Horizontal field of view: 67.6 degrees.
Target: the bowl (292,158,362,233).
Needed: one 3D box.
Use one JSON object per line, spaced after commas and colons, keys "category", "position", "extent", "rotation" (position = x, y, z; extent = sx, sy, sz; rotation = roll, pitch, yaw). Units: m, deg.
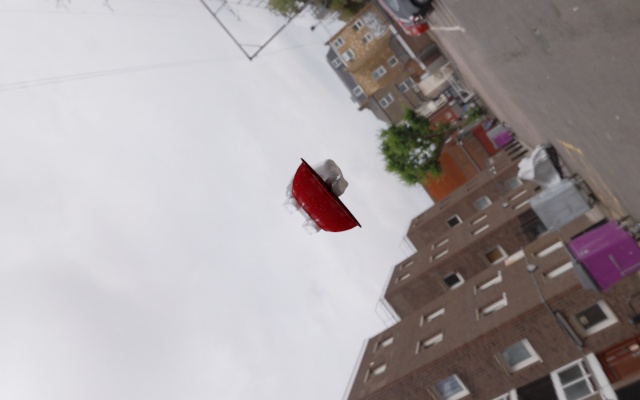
{"category": "bowl", "position": [0.000, 0.003, 0.833], "extent": [0.055, 0.162, 0.162], "rotation": [-41, -3, 3]}
